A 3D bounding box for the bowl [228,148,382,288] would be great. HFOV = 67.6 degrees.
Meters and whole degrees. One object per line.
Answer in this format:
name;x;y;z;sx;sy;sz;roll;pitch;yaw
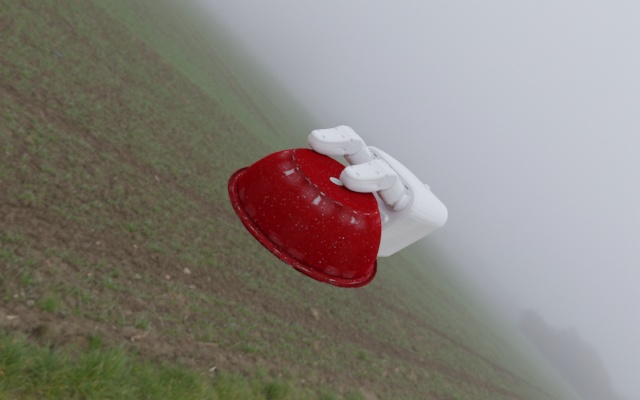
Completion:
bowl;0.000;0.001;0.433;0.162;0.055;0.162;29;24;-15
